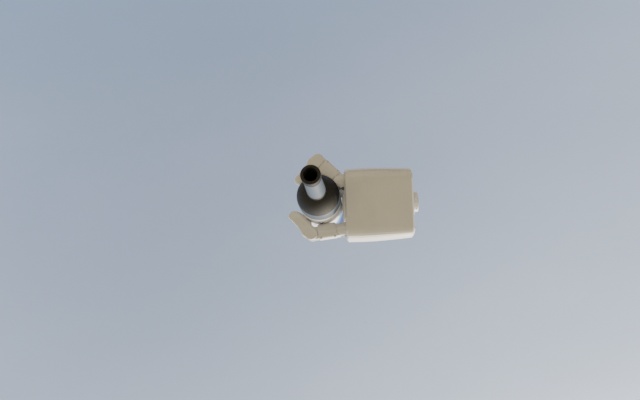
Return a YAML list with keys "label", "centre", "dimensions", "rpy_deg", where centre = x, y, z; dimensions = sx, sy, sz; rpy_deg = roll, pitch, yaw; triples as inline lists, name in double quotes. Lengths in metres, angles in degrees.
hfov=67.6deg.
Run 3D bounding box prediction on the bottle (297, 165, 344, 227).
- label: "bottle"
  centre: [0.000, 0.003, 0.760]
  dimensions: [0.069, 0.069, 0.296]
  rpy_deg: [0, -14, 5]
